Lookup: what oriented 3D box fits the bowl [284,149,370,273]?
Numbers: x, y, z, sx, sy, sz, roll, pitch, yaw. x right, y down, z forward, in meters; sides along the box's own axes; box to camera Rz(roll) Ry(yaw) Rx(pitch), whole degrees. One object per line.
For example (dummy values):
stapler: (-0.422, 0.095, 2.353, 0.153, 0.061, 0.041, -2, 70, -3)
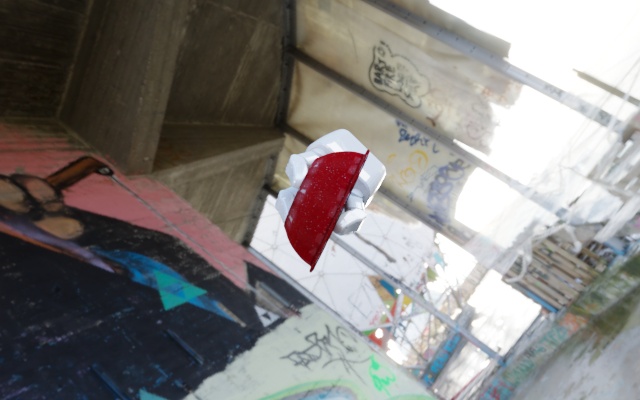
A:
bowl: (0.000, 0.002, 0.568, 0.055, 0.162, 0.162, 25, 0, 1)
